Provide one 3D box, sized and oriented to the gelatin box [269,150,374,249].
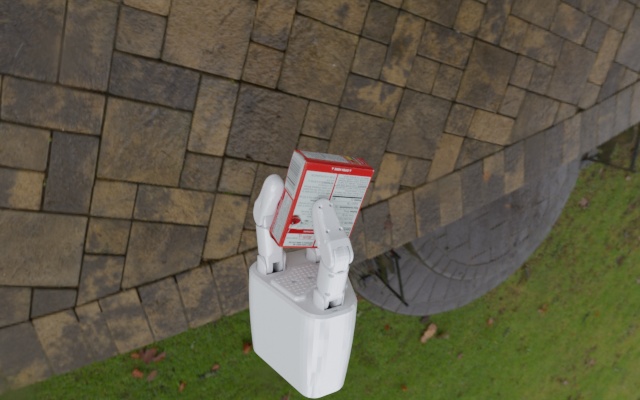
[{"bbox_3d":[0.000,0.001,0.439,0.073,0.089,0.030,4,27,-31],"label":"gelatin box"}]
